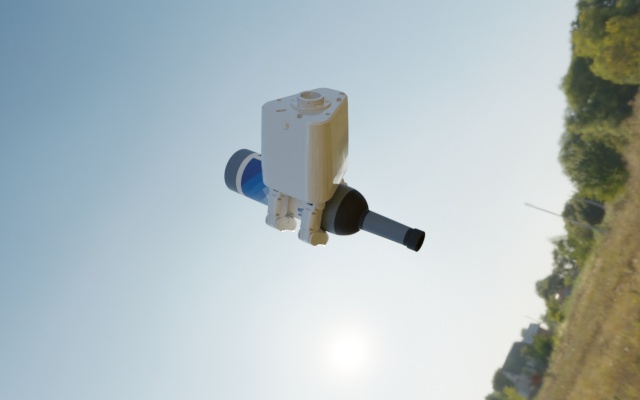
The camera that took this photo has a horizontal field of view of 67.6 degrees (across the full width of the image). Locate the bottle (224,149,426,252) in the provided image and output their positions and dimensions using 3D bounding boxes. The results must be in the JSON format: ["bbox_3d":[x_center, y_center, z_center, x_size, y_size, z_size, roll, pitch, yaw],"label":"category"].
[{"bbox_3d":[0.000,0.002,0.642,0.295,0.069,0.069,22,11,28],"label":"bottle"}]
